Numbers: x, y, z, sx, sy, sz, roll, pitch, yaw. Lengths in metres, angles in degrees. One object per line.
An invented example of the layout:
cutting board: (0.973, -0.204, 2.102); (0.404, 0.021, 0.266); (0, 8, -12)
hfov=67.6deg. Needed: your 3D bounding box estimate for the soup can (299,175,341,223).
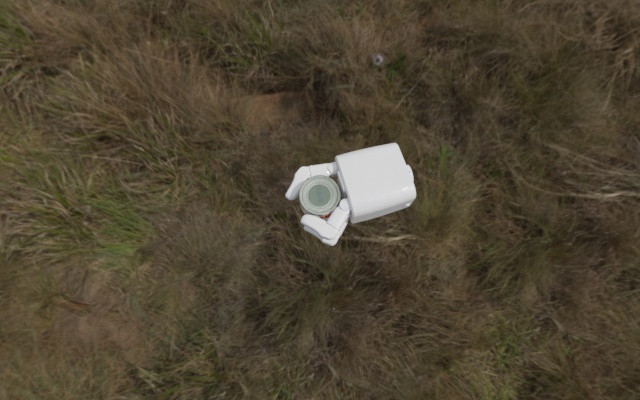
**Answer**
soup can: (0.000, 0.003, 0.796); (0.068, 0.068, 0.102); (0, -13, 1)
